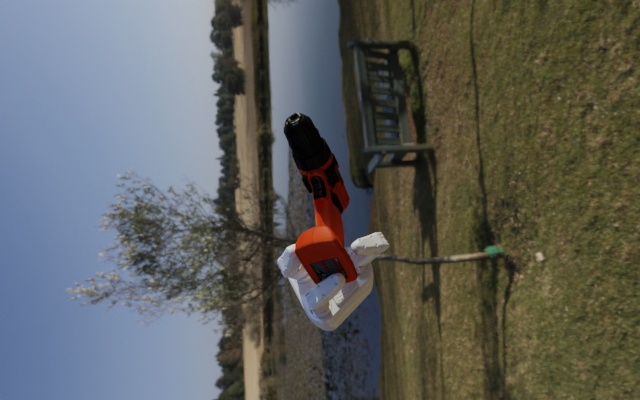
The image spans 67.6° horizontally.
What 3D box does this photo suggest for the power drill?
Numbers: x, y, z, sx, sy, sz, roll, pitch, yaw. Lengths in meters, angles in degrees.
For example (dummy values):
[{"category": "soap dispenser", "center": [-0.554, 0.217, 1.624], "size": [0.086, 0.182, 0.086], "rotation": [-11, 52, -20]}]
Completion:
[{"category": "power drill", "center": [0.000, 0.003, 0.620], "size": [0.057, 0.187, 0.185], "rotation": [-15, -43, 15]}]
